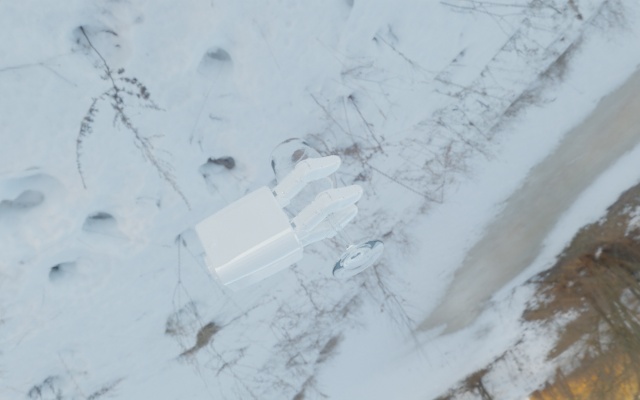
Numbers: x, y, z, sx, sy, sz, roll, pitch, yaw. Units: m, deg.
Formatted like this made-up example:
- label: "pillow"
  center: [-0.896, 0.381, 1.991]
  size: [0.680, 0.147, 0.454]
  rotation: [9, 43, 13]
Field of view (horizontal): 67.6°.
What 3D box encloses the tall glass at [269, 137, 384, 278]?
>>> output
- label: "tall glass"
  center: [0.001, 0.003, 0.640]
  size: [0.079, 0.201, 0.079]
  rotation: [-23, -33, -16]
